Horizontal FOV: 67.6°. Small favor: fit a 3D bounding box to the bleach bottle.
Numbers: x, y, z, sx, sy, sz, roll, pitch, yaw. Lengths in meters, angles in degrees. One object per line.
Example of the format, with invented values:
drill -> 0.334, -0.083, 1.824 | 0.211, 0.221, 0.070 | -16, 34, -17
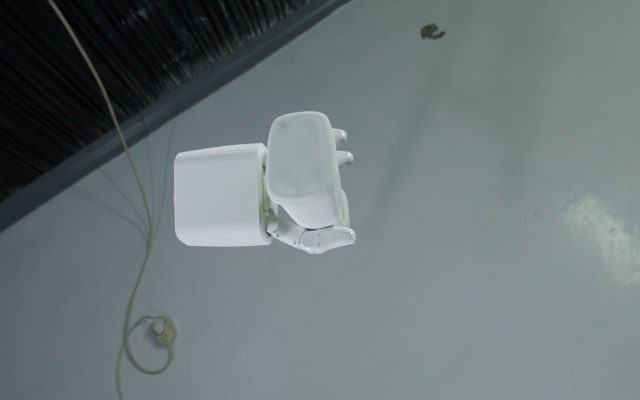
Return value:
bleach bottle -> 0.000, 0.002, 0.568 | 0.068, 0.102, 0.251 | -4, -23, 8
